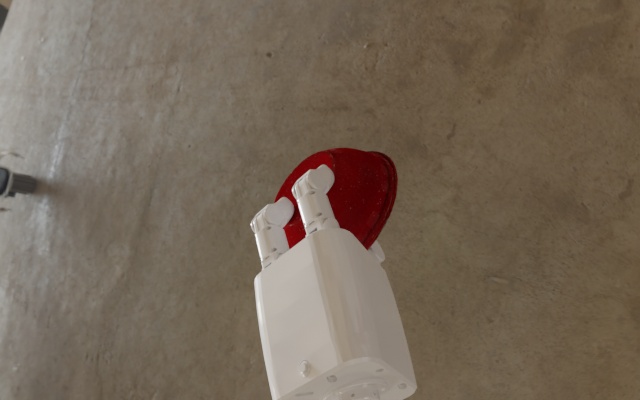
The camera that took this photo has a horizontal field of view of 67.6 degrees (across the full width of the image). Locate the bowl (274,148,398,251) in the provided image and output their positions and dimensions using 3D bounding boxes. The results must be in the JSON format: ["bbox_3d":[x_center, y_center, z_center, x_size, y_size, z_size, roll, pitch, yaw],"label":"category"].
[{"bbox_3d":[-0.001,0.001,0.493,0.055,0.162,0.162,36,-19,-28],"label":"bowl"}]
